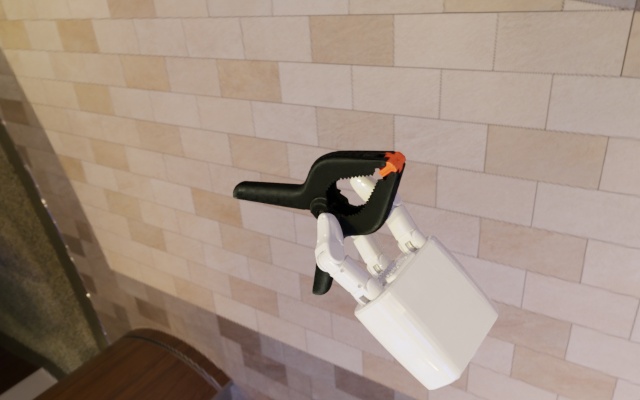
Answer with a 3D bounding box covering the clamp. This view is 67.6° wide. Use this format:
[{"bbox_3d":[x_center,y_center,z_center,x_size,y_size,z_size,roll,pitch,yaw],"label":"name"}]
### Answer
[{"bbox_3d":[0.000,0.002,0.506,0.210,0.164,0.036,-44,1,42],"label":"clamp"}]
